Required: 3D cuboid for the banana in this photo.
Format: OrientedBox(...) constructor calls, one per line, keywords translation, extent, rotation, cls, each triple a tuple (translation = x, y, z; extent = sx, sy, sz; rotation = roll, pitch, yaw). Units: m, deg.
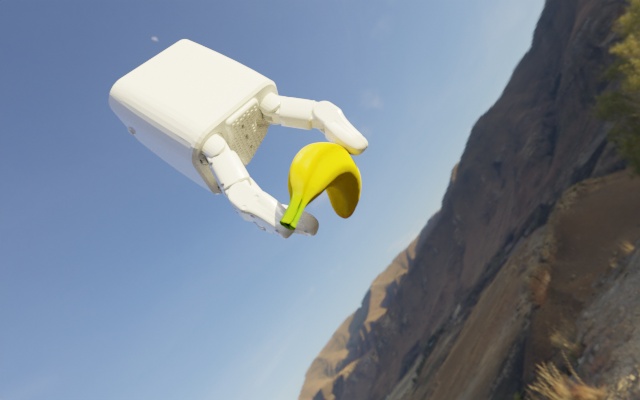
OrientedBox(translation=(0.007, -0.015, 0.426), extent=(0.037, 0.069, 0.198), rotation=(27, 7, 16), cls="banana")
